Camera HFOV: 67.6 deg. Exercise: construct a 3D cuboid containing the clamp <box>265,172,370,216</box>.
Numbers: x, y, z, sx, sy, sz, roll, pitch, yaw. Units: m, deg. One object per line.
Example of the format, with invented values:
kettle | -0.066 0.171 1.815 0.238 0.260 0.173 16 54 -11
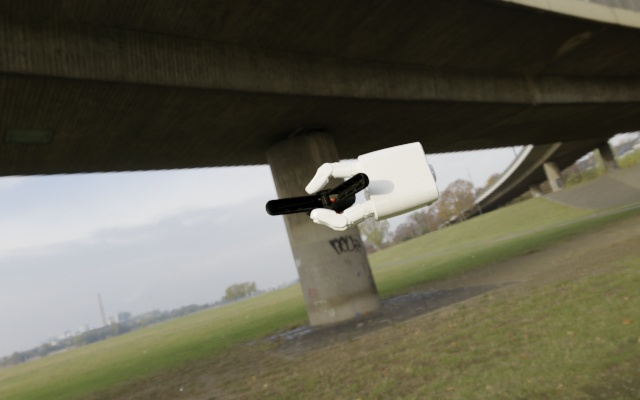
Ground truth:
clamp | 0.000 0.002 0.808 0.164 0.036 0.210 -15 -9 2
